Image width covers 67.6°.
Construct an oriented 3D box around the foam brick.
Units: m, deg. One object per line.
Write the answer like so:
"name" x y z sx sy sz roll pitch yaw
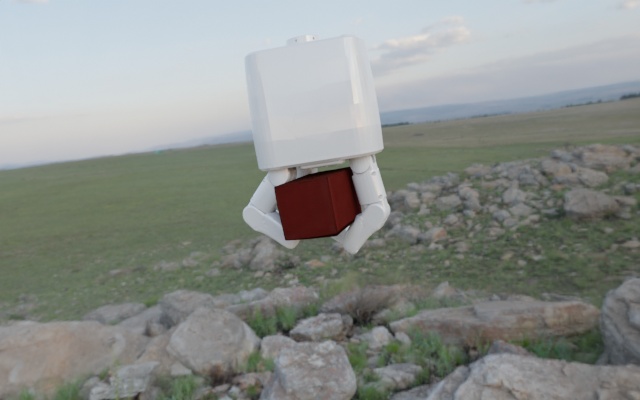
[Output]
"foam brick" 0.000 0.002 0.443 0.053 0.051 0.078 -8 8 22
